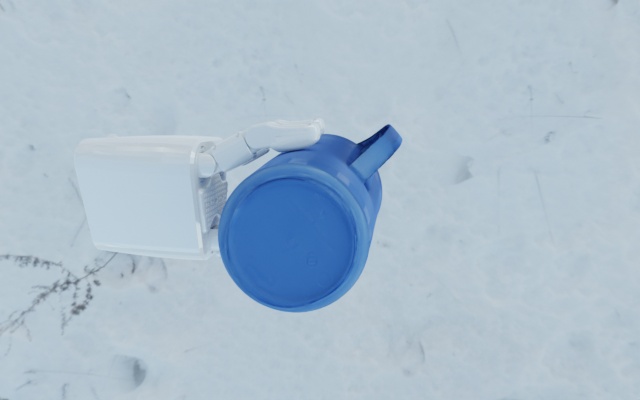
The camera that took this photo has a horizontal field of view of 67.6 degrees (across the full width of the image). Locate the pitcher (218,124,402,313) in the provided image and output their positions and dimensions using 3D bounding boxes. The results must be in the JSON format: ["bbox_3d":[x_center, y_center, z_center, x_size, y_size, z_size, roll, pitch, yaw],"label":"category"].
[{"bbox_3d":[0.000,0.001,0.440,0.145,0.149,0.243,5,10,5],"label":"pitcher"}]
